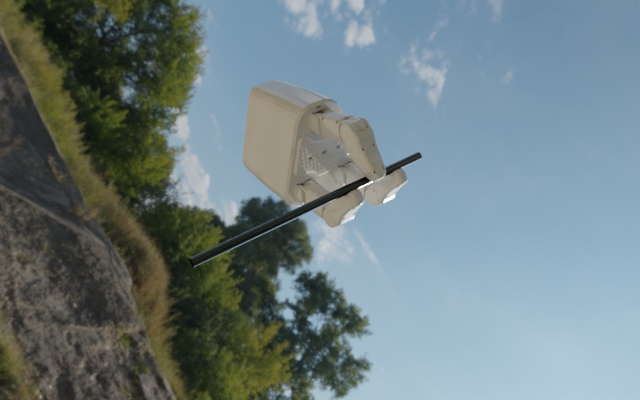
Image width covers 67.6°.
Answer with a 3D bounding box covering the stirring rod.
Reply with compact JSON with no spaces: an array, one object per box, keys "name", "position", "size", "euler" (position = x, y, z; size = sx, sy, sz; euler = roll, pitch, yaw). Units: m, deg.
[{"name":"stirring rod","position":[0.000,0.001,0.413],"size":[0.239,0.011,0.011],"euler":[-25,12,-28]}]
